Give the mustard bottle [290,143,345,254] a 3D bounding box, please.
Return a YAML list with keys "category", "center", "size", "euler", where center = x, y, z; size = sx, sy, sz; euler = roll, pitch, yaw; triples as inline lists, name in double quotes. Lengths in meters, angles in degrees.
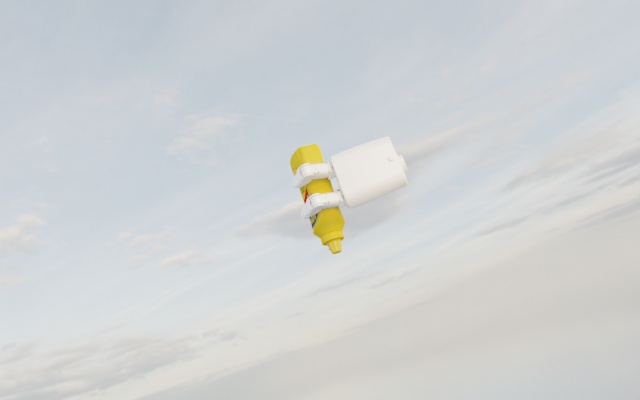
- category: "mustard bottle"
  center: [0.000, 0.003, 0.844]
  size: [0.058, 0.191, 0.096]
  euler: [-14, -19, -16]
